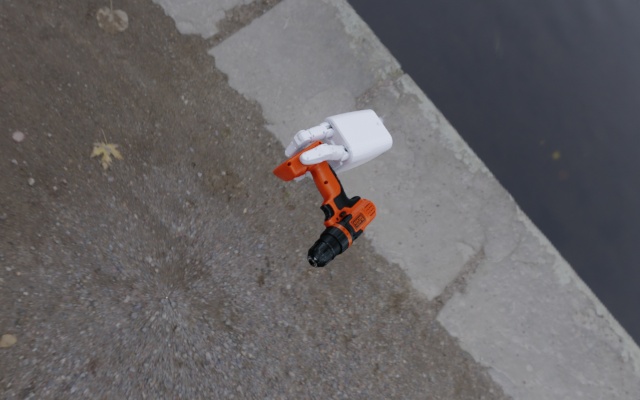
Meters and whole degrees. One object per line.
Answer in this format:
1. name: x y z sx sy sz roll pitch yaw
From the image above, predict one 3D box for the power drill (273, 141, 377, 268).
1. power drill: 0.000 0.002 0.840 0.057 0.187 0.184 -26 11 47
